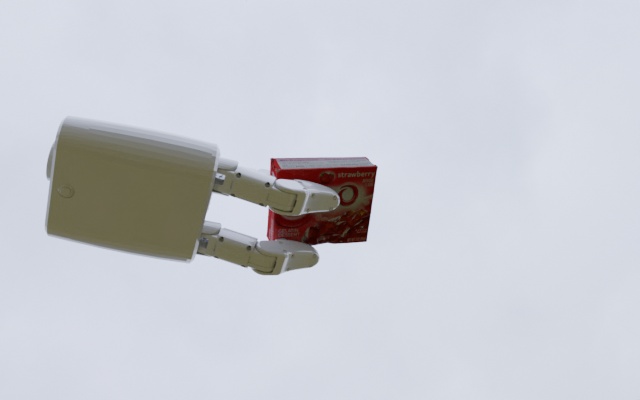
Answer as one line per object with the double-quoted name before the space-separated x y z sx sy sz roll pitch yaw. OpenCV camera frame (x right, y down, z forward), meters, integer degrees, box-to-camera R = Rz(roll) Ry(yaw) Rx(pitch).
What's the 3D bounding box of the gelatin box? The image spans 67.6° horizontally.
"gelatin box" 0.000 0.001 0.411 0.089 0.073 0.030 -3 25 -17
